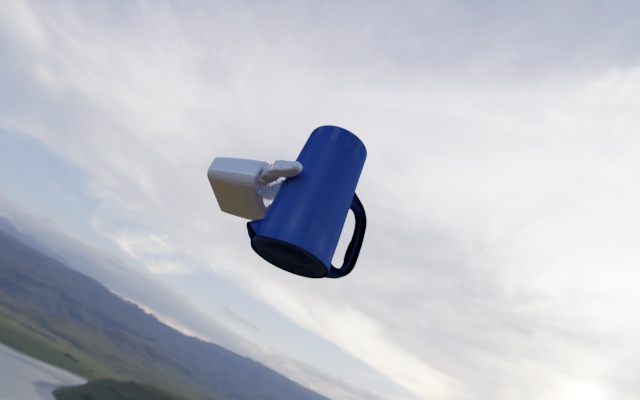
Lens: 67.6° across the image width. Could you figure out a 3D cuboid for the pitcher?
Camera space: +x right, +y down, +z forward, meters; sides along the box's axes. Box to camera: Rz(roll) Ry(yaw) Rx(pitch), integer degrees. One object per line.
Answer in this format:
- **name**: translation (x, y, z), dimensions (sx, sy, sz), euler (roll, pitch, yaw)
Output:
- **pitcher**: translation (0.000, 0.003, 0.793), dimensions (0.145, 0.242, 0.149), euler (9, -30, 27)
